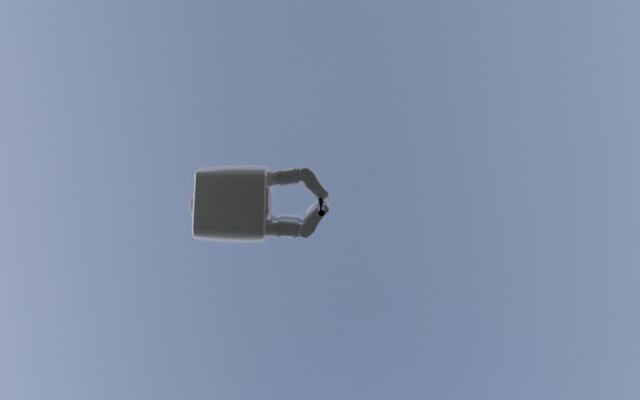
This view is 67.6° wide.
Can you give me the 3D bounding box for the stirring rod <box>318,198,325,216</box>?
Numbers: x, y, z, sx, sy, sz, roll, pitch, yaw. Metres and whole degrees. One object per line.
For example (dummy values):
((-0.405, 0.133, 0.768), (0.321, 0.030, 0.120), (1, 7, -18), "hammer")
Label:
((0.000, 0.002, 0.693), (0.011, 0.011, 0.239), (0, 6, -1), "stirring rod")
